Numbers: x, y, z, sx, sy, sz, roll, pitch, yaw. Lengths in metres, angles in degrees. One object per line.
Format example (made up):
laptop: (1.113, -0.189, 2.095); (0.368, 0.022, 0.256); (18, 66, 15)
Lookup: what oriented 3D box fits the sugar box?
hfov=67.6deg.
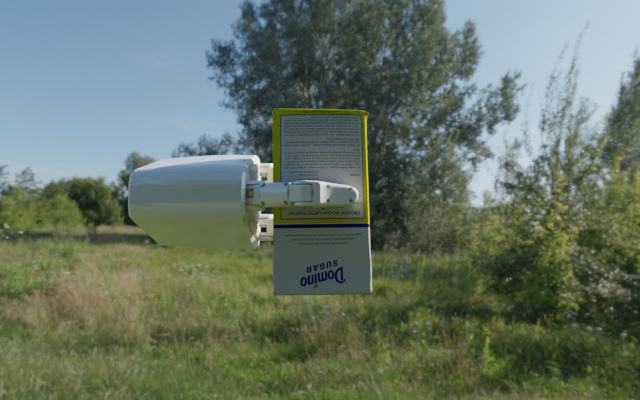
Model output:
sugar box: (0.000, 0.001, 0.464); (0.093, 0.176, 0.048); (0, -5, -3)
